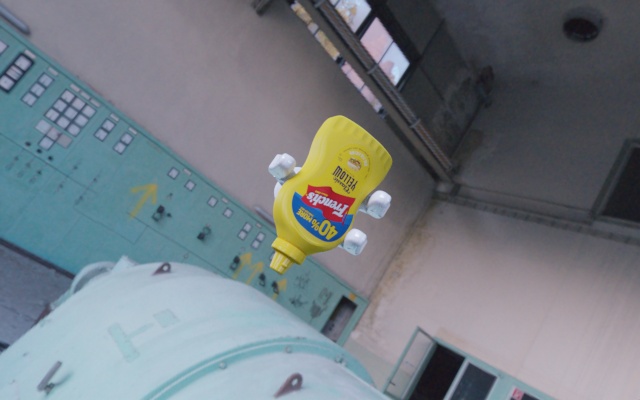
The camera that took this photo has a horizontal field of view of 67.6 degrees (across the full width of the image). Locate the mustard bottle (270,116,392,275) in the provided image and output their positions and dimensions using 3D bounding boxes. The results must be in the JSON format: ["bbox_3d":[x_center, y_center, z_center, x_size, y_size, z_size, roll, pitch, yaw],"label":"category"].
[{"bbox_3d":[0.000,0.002,0.562,0.096,0.191,0.058,38,-13,-22],"label":"mustard bottle"}]
